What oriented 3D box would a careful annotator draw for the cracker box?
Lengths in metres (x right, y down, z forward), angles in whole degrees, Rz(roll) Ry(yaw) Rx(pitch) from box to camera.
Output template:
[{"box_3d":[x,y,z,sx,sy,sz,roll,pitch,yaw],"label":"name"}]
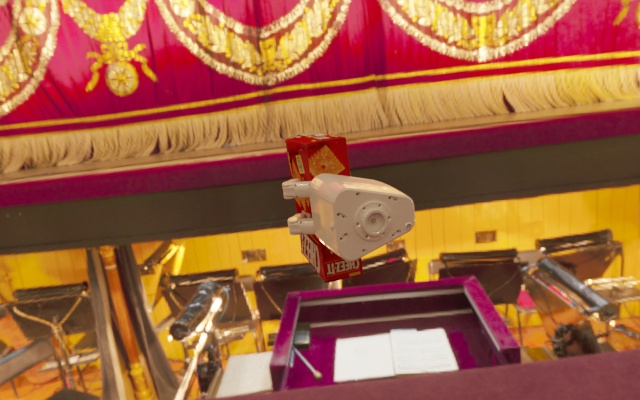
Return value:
[{"box_3d":[0.000,0.002,0.771,0.072,0.214,0.164,-10,13,-12],"label":"cracker box"}]
